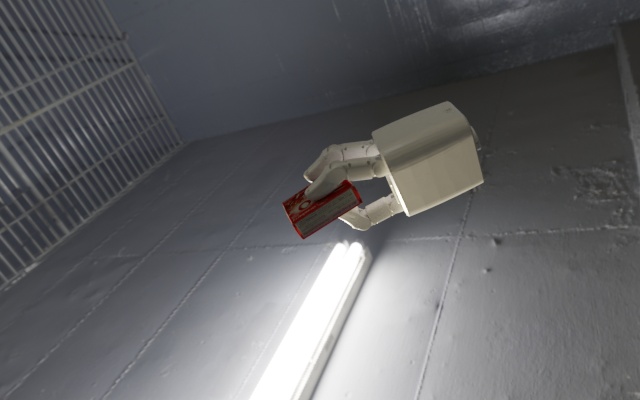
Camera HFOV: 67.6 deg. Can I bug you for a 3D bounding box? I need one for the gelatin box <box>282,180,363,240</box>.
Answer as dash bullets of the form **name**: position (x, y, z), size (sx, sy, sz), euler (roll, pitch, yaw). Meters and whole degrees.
- **gelatin box**: position (0.000, 0.003, 0.604), size (0.089, 0.030, 0.073), euler (-33, 25, -1)
